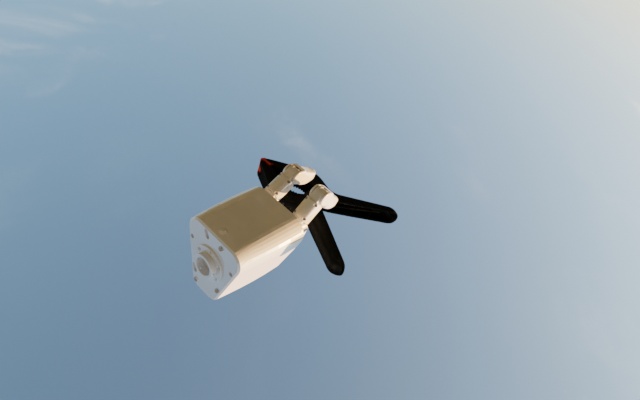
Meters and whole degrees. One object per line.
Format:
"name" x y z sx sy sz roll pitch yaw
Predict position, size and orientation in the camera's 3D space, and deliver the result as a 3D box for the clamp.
"clamp" -0.001 0.003 0.678 0.210 0.036 0.164 40 41 22
